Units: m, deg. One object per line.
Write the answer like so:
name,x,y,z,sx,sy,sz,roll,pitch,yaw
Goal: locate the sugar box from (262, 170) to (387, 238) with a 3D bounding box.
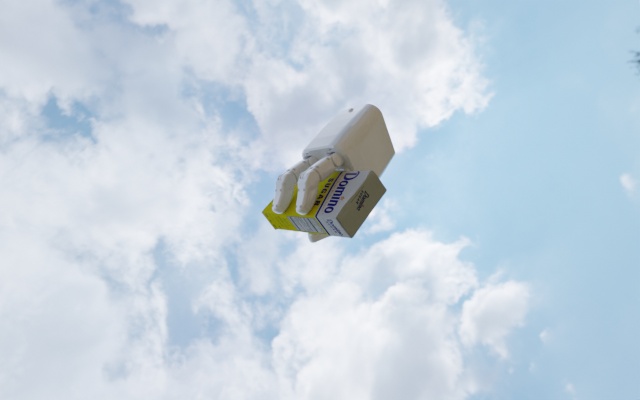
sugar box,0.000,0.002,0.683,0.176,0.048,0.093,-2,43,52
